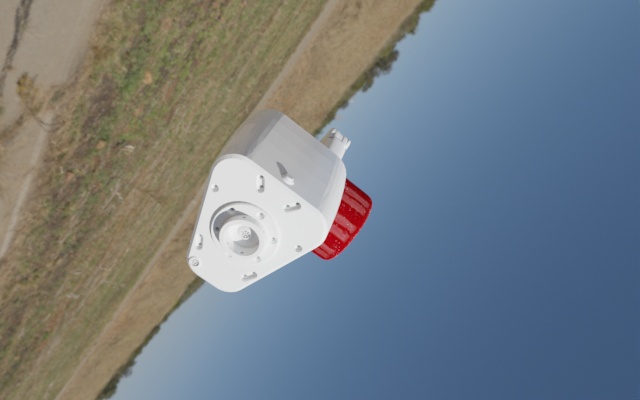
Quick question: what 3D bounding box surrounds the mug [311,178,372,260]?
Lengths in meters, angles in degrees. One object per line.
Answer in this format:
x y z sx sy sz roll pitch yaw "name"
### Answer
0.000 0.001 0.500 0.081 0.093 0.117 37 27 -9 "mug"
